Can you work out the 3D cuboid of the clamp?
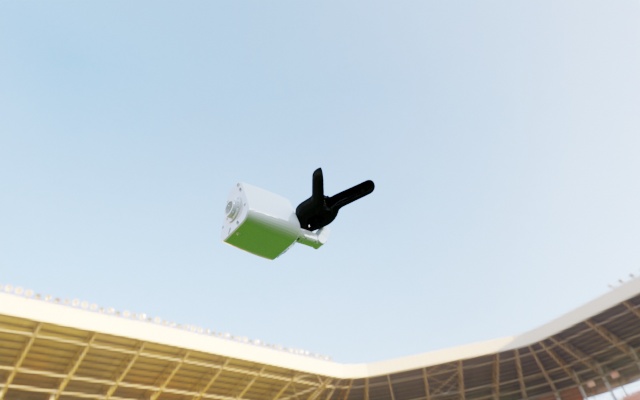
[{"bbox_3d":[0.000,0.002,0.840,0.120,0.039,0.171,24,-50,-32],"label":"clamp"}]
